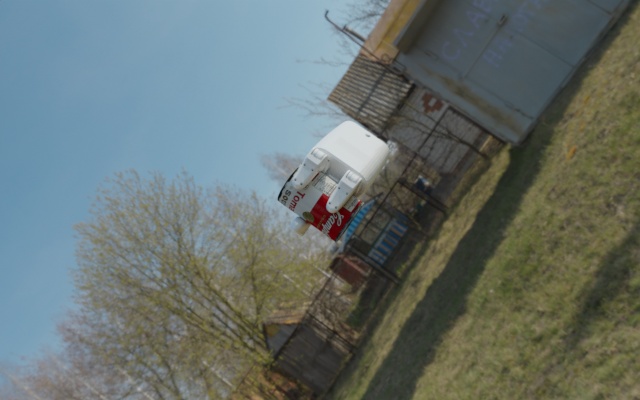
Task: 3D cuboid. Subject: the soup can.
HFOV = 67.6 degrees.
[{"bbox_3d":[0.000,0.002,0.663,0.102,0.068,0.068,35,4,5],"label":"soup can"}]
